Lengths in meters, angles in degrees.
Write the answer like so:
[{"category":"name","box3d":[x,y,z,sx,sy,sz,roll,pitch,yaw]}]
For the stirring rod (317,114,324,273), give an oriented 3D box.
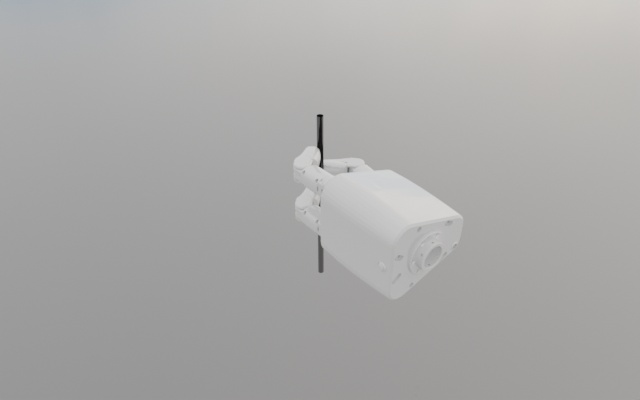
[{"category":"stirring rod","box3d":[0.000,0.002,0.613,0.011,0.240,0.011,0,35,0]}]
